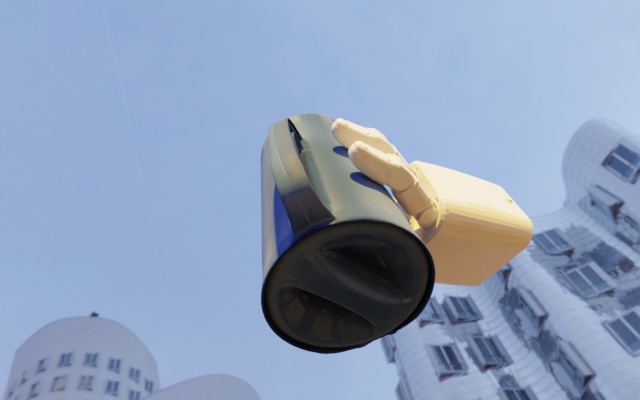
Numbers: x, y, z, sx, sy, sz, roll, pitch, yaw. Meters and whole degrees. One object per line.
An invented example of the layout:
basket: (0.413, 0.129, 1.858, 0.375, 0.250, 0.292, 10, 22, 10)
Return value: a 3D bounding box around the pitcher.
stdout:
pitcher: (0.000, 0.002, 0.445, 0.145, 0.149, 0.242, 12, 29, -18)
